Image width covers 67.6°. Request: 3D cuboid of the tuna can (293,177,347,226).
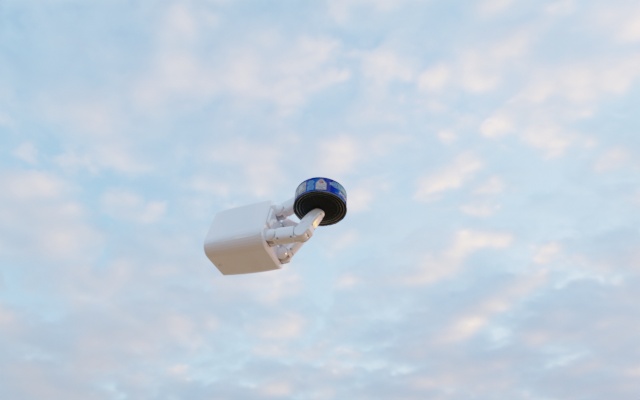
[{"bbox_3d":[0.000,0.002,0.763,0.086,0.033,0.086,3,-41,2],"label":"tuna can"}]
